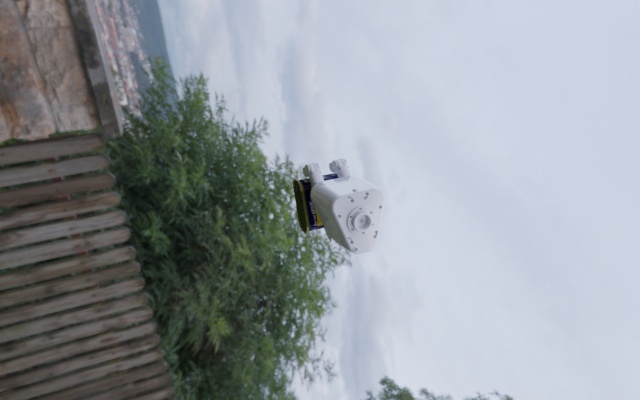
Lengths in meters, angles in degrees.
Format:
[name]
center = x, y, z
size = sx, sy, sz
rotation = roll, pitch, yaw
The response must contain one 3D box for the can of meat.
[can of meat]
center = 0.000, 0.003, 0.899
size = 0.084, 0.102, 0.057
rotation = -12, 12, -15
